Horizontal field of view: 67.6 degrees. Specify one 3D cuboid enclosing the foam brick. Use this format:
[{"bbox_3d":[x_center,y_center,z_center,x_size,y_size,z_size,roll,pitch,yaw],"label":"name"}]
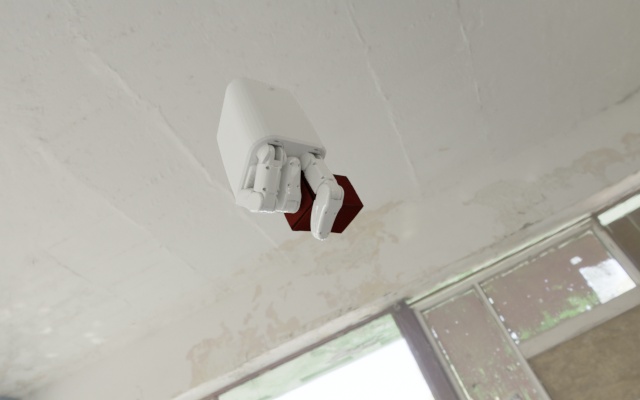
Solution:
[{"bbox_3d":[0.000,0.002,0.556,0.078,0.051,0.053,7,-47,-41],"label":"foam brick"}]
